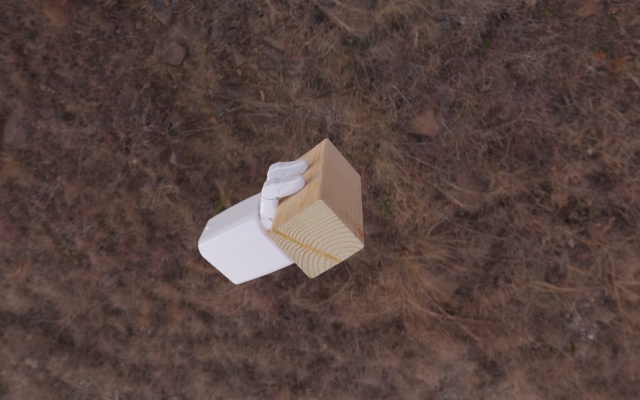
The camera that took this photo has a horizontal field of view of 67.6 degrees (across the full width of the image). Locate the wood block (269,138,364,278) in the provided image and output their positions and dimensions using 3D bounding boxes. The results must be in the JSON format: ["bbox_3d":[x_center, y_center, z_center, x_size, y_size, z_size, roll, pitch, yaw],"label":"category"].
[{"bbox_3d":[0.000,0.003,0.693,0.090,0.091,0.206,-34,22,20],"label":"wood block"}]
